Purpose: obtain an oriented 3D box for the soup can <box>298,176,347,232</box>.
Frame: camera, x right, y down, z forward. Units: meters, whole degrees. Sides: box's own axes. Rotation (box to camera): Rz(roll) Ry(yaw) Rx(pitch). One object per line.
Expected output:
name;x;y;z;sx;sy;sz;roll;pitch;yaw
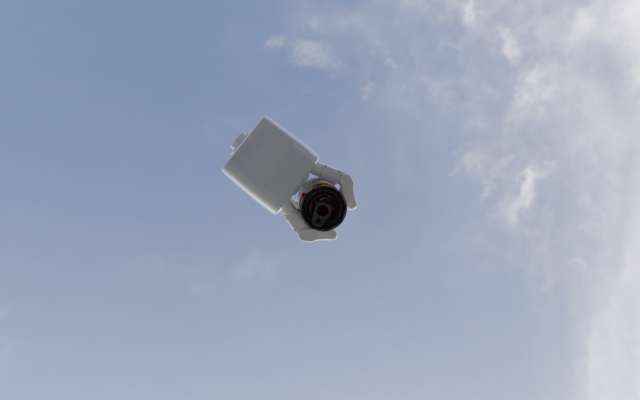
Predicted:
soup can;0.001;0.003;0.734;0.068;0.068;0.102;0;11;-5
